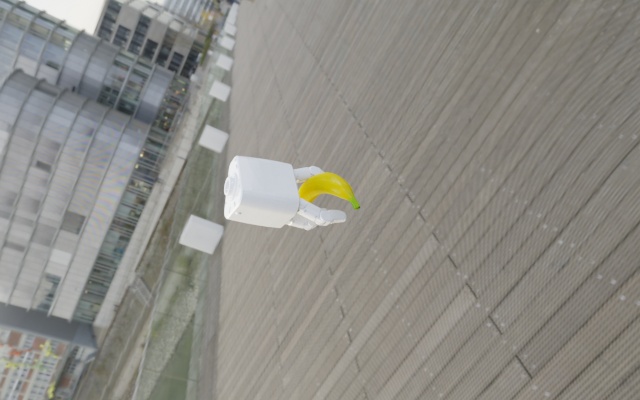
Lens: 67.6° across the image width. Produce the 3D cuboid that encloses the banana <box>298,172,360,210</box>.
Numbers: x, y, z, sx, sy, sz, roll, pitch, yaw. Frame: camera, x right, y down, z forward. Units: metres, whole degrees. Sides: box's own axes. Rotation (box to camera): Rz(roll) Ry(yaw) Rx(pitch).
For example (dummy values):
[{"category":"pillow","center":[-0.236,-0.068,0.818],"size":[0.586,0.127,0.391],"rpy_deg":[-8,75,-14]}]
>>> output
[{"category":"banana","center":[0.001,-0.016,0.880],"size":[0.037,0.069,0.198],"rpy_deg":[-5,2,-31]}]
